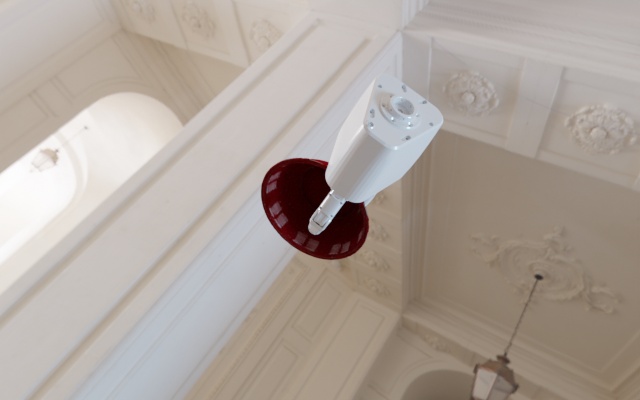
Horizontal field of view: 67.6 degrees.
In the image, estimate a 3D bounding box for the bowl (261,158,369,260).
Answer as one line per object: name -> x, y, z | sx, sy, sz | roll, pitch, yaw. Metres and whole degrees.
bowl -> -0.001, 0.003, 0.659 | 0.162, 0.162, 0.055 | 0, 31, 30
